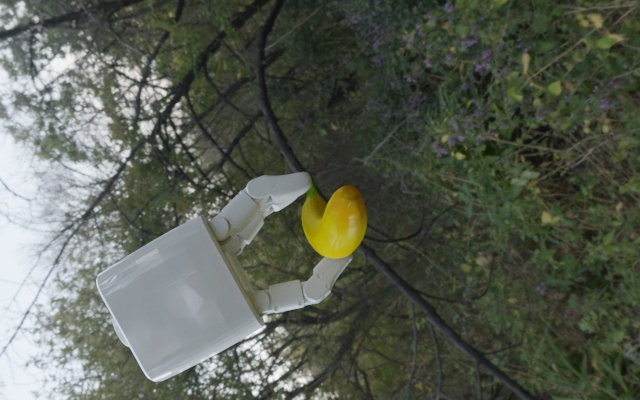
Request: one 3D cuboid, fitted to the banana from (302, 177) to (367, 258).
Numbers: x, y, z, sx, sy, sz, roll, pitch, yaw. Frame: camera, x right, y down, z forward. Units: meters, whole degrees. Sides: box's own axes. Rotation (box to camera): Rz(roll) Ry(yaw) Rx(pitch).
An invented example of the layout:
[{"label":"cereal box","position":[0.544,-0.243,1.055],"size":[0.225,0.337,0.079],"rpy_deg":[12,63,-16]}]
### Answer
[{"label":"banana","position":[0.006,0.018,0.417],"size":[0.037,0.069,0.198],"rpy_deg":[-23,8,-9]}]
